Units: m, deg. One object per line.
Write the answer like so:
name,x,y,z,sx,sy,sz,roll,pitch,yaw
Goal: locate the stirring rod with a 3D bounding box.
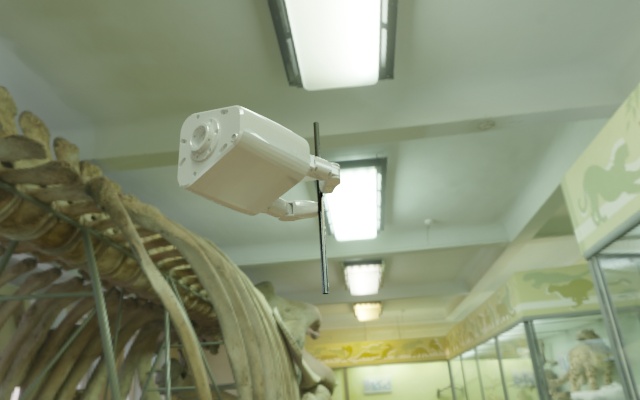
stirring rod,0.000,0.002,0.624,0.011,0.239,0.011,-3,-23,-1
